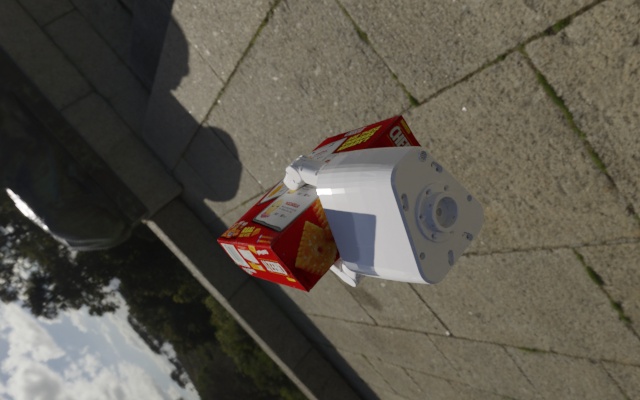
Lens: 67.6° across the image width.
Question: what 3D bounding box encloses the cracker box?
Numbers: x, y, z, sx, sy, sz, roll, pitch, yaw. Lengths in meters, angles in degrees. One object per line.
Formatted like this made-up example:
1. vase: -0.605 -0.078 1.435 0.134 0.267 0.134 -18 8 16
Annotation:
1. cracker box: 0.000 0.002 0.561 0.213 0.072 0.164 -45 19 -24
